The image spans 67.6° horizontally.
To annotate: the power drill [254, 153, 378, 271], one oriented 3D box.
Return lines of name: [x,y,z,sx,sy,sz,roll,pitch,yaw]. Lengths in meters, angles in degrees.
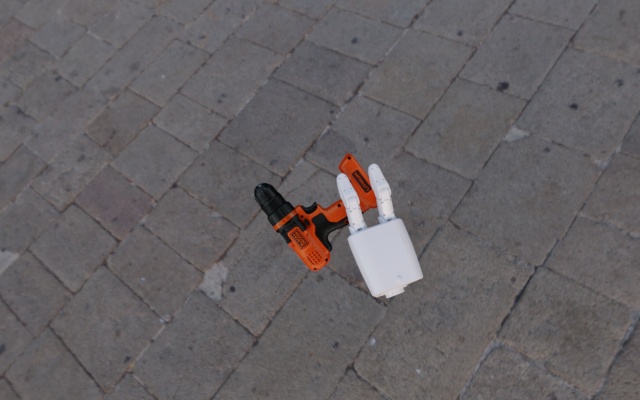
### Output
power drill: [0.001,0.003,0.839,0.187,0.184,0.057,-38,3,5]
